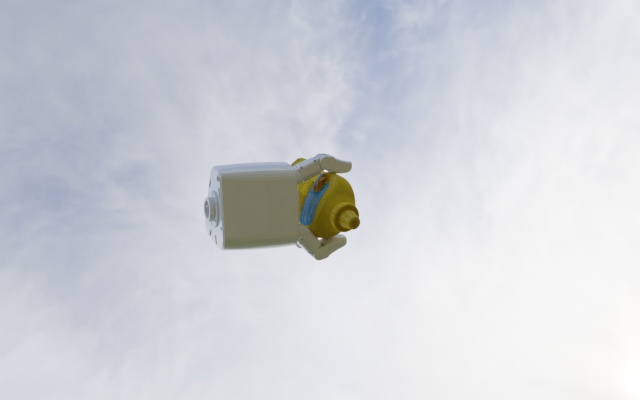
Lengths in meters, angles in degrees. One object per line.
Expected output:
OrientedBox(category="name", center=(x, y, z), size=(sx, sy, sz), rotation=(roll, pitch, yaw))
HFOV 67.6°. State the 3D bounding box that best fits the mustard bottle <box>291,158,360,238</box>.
OrientedBox(category="mustard bottle", center=(0.000, 0.002, 0.706), size=(0.058, 0.096, 0.191), rotation=(24, 4, -33))
